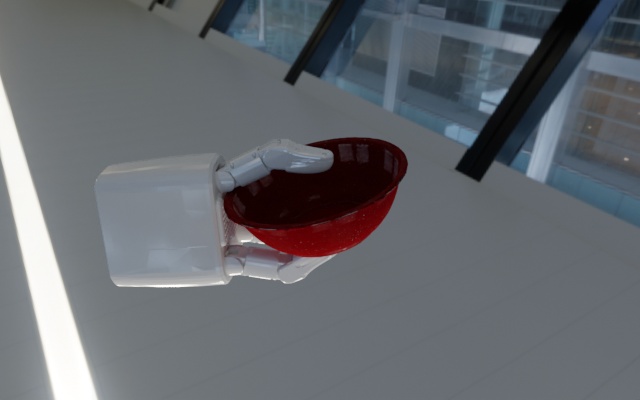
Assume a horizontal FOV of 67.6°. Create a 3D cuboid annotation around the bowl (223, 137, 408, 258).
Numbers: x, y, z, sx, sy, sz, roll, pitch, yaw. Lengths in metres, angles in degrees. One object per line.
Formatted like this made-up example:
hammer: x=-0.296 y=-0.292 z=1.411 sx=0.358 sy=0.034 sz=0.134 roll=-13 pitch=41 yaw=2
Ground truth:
bowl: x=0.001 y=0.002 z=0.421 sx=0.162 sy=0.055 sz=0.162 roll=-13 pitch=27 yaw=7
